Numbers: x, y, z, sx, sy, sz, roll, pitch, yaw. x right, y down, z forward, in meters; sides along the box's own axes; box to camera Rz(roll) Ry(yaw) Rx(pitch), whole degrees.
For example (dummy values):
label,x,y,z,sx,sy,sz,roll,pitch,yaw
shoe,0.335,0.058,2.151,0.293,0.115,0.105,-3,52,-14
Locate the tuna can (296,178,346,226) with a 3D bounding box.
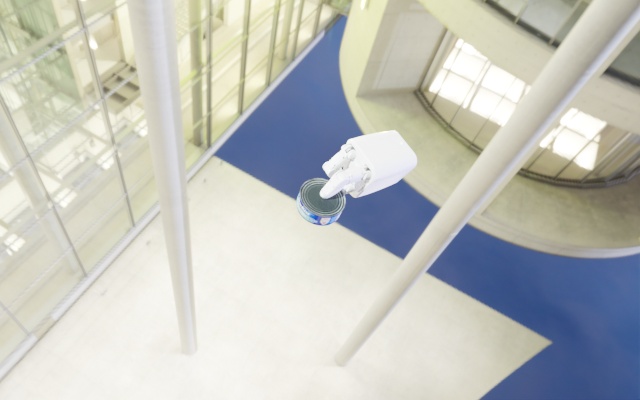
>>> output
label,x,y,z,sx,sy,sz,roll,pitch,yaw
tuna can,0.000,0.003,0.867,0.086,0.086,0.034,0,-36,-20
